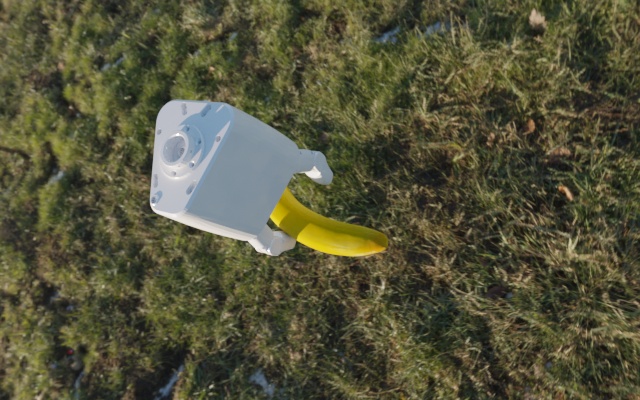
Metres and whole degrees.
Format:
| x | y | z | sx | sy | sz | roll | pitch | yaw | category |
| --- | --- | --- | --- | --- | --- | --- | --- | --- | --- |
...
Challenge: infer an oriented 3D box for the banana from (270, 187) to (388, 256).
| x | y | z | sx | sy | sz | roll | pitch | yaw | category |
| --- | --- | --- | --- | --- | --- | --- | --- | --- | --- |
| -0.013 | 0.015 | 0.547 | 0.197 | 0.069 | 0.037 | 39 | 3 | 31 | banana |
